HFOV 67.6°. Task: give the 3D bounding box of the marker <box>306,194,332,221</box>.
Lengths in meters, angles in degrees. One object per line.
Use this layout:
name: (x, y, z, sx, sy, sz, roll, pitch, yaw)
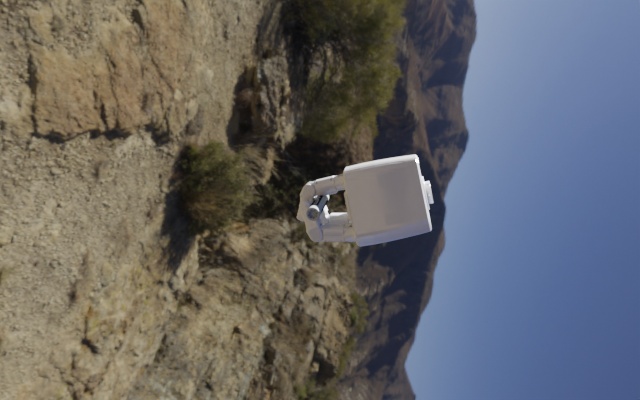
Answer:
marker: (0.000, 0.002, 0.689, 0.020, 0.020, 0.121, 0, 15, 10)
